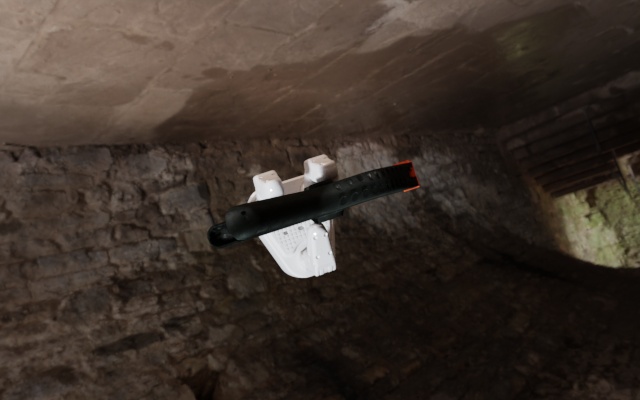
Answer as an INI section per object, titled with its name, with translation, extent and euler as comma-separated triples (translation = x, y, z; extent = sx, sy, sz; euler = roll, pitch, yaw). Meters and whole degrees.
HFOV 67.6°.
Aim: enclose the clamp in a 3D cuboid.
[clamp]
translation = 0.001, 0.002, 0.429
extent = 0.210, 0.036, 0.164
euler = -17, -2, -13
